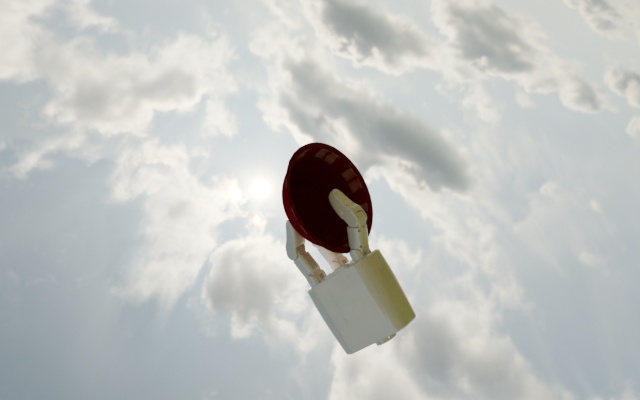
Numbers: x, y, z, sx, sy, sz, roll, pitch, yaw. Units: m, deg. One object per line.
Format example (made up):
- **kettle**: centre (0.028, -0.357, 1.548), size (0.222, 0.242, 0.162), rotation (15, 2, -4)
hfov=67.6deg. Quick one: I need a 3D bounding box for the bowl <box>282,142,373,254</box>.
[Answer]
- **bowl**: centre (-0.001, 0.001, 0.674), size (0.162, 0.162, 0.055), rotation (0, -18, -44)
